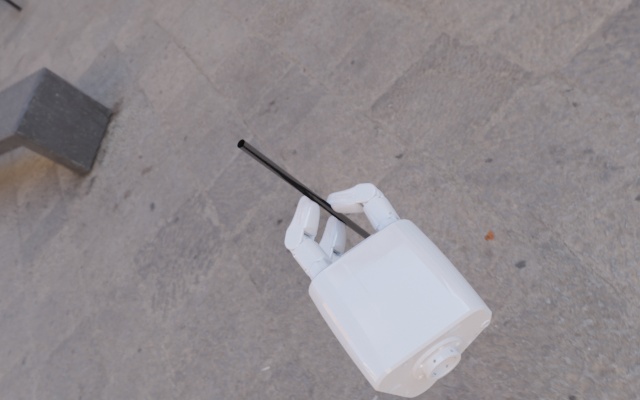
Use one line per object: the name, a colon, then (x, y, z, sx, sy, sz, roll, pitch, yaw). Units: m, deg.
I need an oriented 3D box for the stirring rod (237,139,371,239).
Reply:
stirring rod: (0.000, 0.002, 0.477, 0.011, 0.011, 0.240, 0, -23, 36)
